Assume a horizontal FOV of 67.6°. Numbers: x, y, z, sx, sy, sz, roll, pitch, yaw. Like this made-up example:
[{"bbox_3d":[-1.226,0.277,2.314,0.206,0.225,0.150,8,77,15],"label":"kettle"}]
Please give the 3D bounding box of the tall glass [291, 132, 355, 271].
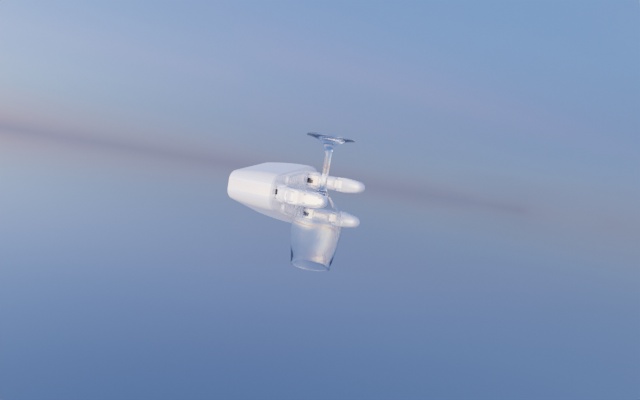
[{"bbox_3d":[0.000,0.002,0.724,0.079,0.201,0.079,9,3,0],"label":"tall glass"}]
